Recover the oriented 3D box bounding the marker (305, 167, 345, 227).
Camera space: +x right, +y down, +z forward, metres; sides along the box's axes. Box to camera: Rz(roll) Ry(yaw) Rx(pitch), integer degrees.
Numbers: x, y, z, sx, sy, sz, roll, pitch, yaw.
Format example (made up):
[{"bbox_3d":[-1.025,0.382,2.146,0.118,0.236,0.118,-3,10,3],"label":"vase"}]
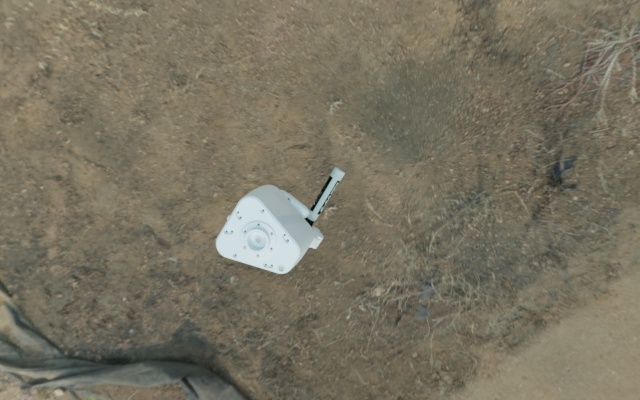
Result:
[{"bbox_3d":[0.000,0.003,0.766,0.020,0.121,0.020,30,11,-6],"label":"marker"}]
